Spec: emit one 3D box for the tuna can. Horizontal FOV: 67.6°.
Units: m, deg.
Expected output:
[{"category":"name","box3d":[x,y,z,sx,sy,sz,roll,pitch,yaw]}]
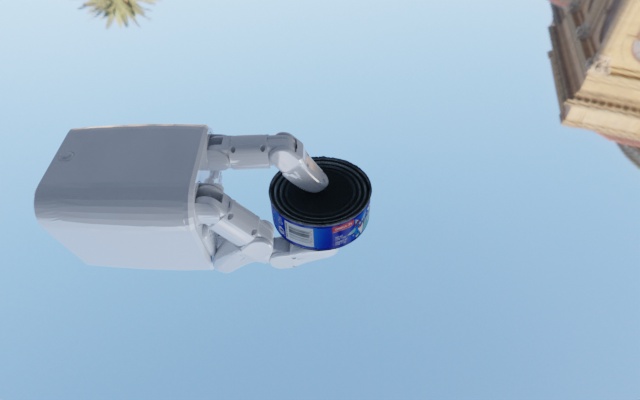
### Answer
[{"category":"tuna can","box3d":[0.000,0.002,0.407,0.086,0.034,0.086,-1,43,1]}]
